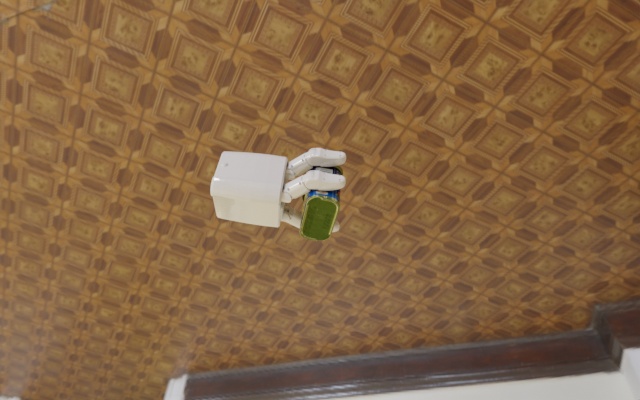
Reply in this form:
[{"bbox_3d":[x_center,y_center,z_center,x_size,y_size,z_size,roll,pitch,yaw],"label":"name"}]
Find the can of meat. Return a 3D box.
[{"bbox_3d":[0.000,0.003,0.765,0.057,0.102,0.083,10,43,-5],"label":"can of meat"}]
